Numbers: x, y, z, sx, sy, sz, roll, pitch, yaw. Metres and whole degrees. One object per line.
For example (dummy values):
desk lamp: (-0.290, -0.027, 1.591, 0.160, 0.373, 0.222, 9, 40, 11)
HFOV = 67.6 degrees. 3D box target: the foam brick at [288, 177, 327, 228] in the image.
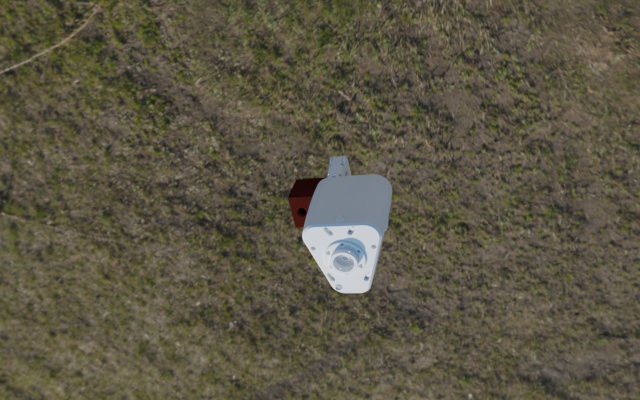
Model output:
foam brick: (0.000, 0.002, 0.674, 0.078, 0.053, 0.051, -3, 32, 15)
